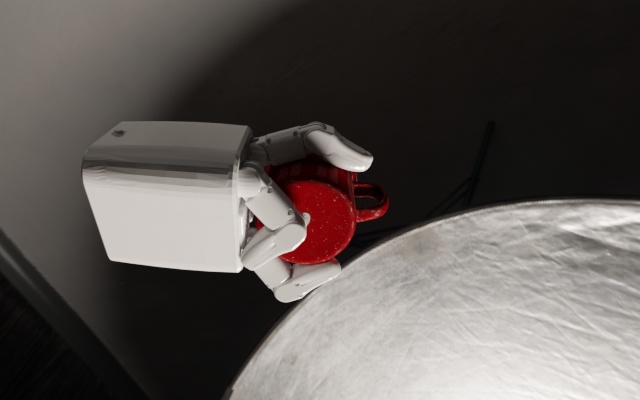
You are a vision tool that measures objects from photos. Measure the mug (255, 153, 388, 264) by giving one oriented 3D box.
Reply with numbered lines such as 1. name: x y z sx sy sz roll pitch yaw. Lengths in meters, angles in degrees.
1. mug: 0.002 0.002 0.411 0.117 0.093 0.081 2 26 -2
